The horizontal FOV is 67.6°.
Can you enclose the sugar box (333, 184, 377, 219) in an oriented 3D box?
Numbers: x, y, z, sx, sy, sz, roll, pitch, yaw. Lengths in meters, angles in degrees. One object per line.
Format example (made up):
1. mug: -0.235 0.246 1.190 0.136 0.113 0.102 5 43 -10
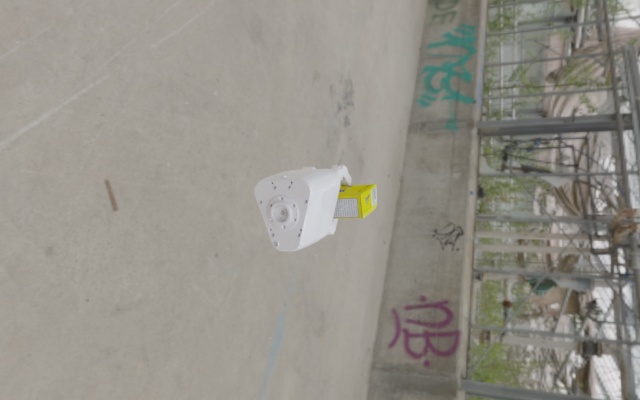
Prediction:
1. sugar box: 0.000 0.002 0.810 0.176 0.048 0.093 0 12 22
